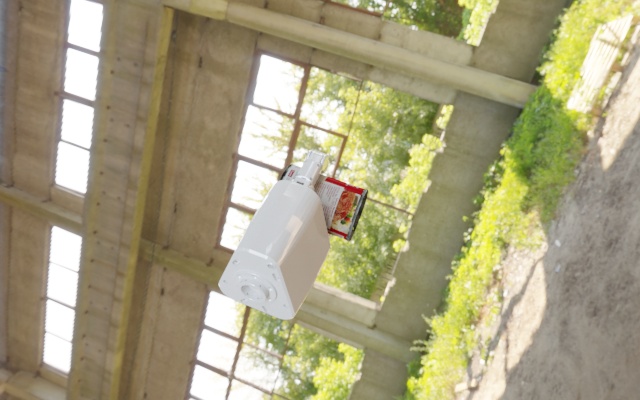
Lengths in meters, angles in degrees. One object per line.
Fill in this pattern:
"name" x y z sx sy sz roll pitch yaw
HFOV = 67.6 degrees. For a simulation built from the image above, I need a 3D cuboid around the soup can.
"soup can" 0.000 0.001 0.593 0.102 0.068 0.068 20 3 9
